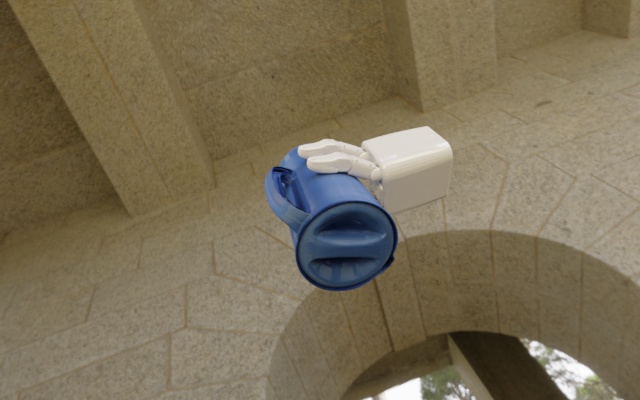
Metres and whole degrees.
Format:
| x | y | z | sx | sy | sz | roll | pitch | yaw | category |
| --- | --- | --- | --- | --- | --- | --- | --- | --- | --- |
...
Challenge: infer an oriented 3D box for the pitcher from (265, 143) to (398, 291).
| x | y | z | sx | sy | sz | roll | pitch | yaw | category |
| --- | --- | --- | --- | --- | --- | --- | --- | --- | --- |
| 0.000 | 0.002 | 0.685 | 0.145 | 0.149 | 0.242 | -16 | 30 | -6 | pitcher |
